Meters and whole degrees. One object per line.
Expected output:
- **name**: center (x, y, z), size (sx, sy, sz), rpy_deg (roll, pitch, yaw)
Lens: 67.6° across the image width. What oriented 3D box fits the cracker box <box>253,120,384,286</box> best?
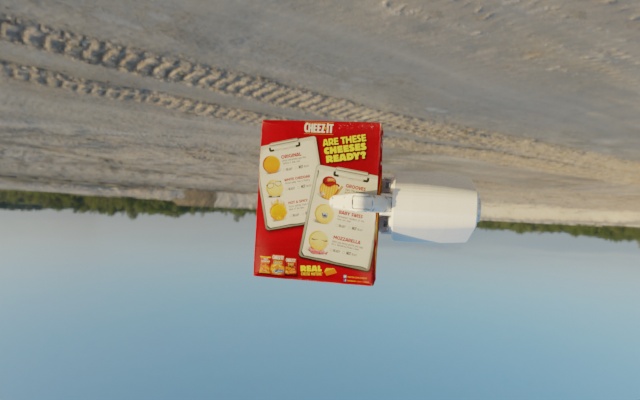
- **cracker box**: center (0.000, 0.002, 0.659), size (0.164, 0.213, 0.072), rpy_deg (3, -1, 9)
